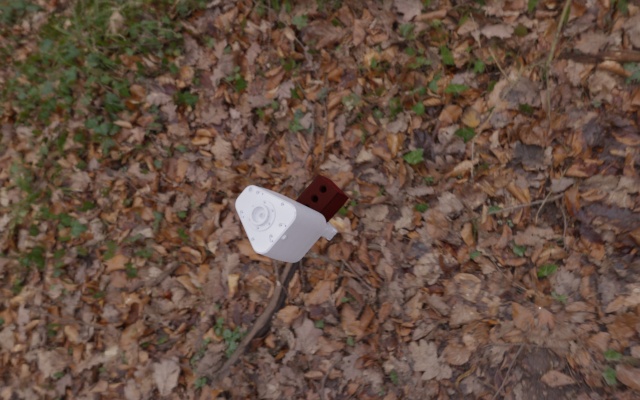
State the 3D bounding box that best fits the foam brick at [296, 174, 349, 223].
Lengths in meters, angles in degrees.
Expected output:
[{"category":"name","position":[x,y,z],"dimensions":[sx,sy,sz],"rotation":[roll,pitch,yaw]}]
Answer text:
[{"category":"foam brick","position":[0.000,0.002,0.834],"dimensions":[0.053,0.078,0.051],"rotation":[44,8,27]}]
